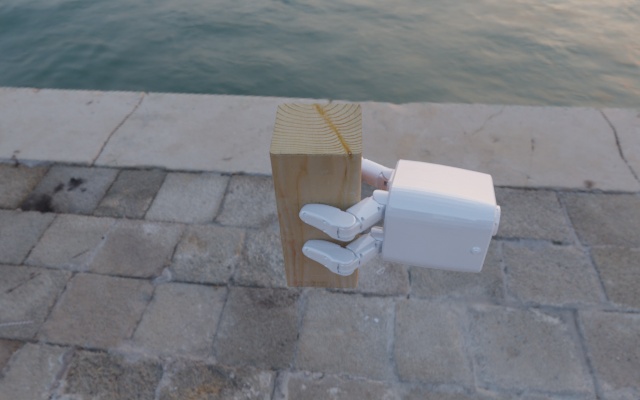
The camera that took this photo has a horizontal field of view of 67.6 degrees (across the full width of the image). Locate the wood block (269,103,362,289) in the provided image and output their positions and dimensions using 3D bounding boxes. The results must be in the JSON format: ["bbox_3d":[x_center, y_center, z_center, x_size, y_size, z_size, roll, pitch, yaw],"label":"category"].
[{"bbox_3d":[0.000,0.001,0.545,0.090,0.206,0.090,1,43,3],"label":"wood block"}]
